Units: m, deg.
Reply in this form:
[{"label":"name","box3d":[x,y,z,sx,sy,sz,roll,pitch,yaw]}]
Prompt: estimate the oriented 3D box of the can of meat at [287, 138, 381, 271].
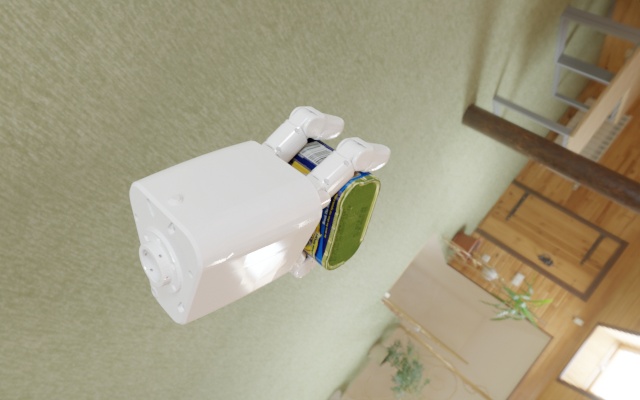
[{"label":"can of meat","box3d":[0.000,0.002,0.439,0.057,0.102,0.084,-22,47,-41]}]
